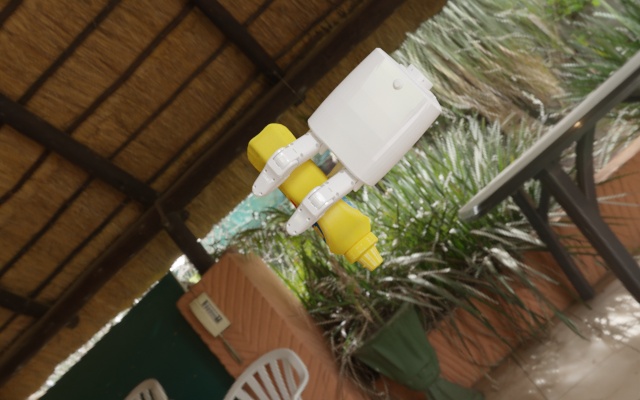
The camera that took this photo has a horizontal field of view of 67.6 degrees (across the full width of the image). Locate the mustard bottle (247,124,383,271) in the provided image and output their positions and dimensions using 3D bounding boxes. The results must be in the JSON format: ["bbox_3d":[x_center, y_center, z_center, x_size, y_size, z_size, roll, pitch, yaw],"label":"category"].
[{"bbox_3d":[0.000,0.002,0.542,0.058,0.191,0.096,-42,-10,-4],"label":"mustard bottle"}]
